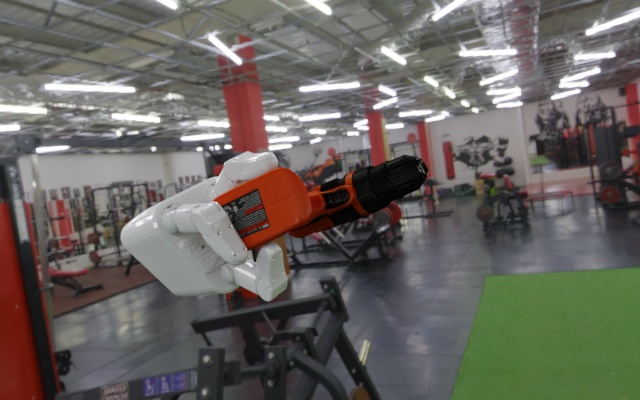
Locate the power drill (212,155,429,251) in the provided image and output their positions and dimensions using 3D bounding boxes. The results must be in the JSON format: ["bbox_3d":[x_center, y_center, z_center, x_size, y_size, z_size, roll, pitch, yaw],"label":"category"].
[{"bbox_3d":[0.000,0.002,0.479,0.184,0.057,0.187,-25,-11,30],"label":"power drill"}]
